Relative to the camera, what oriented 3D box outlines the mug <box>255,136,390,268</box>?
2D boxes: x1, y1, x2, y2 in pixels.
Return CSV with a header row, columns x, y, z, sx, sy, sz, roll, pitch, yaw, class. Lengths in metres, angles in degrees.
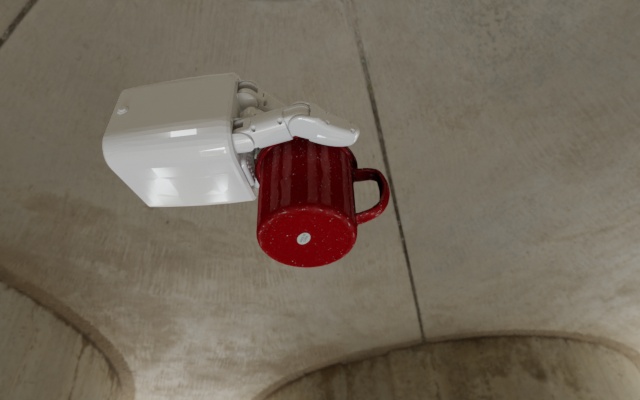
x,y,z,sx,sy,sz,roll,pitch,yaw,class
0.002,0.001,0.404,0.117,0.081,0.093,-7,-42,5,mug
